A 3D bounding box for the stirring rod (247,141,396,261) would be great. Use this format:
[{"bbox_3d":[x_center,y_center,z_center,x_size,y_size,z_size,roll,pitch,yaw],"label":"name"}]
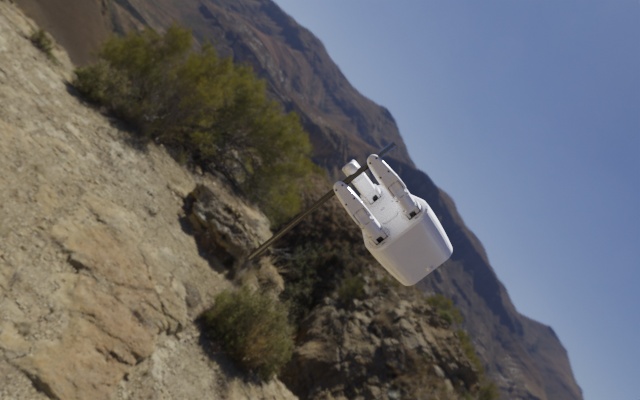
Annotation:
[{"bbox_3d":[0.000,0.002,0.618,0.239,0.011,0.011,-38,-4,4],"label":"stirring rod"}]
